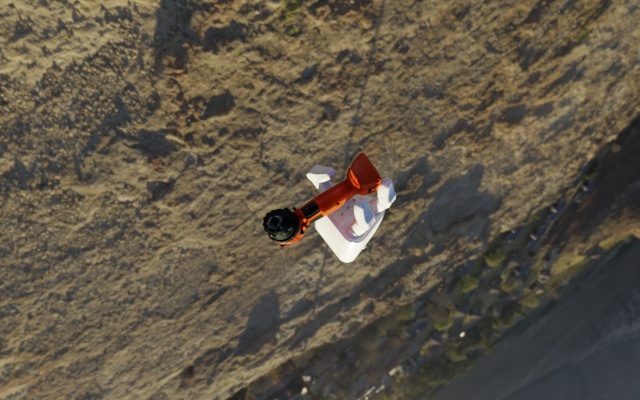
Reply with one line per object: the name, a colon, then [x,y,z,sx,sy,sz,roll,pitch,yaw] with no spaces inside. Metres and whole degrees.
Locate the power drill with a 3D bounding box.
power drill: [0.001,0.002,0.728,0.187,0.057,0.184,-32,-6,-1]
